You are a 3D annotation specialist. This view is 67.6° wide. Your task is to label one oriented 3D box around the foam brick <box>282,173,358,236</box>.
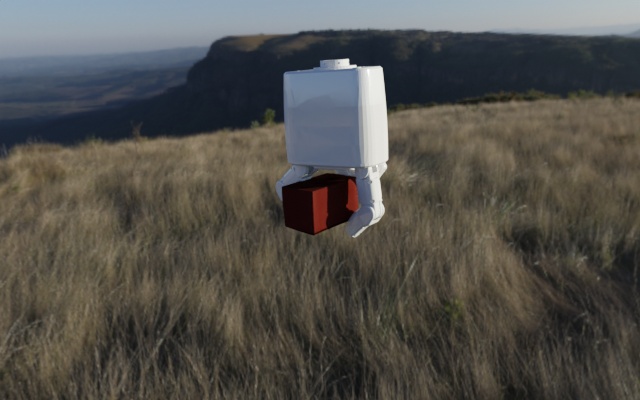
[{"bbox_3d":[0.000,0.002,0.566,0.053,0.051,0.078,12,23,43],"label":"foam brick"}]
